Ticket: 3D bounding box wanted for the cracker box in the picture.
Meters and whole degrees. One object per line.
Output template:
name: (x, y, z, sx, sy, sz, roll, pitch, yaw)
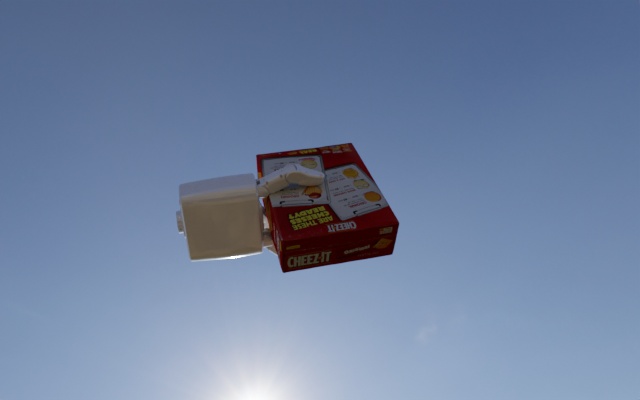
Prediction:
cracker box: (0.000, 0.002, 0.719, 0.164, 0.072, 0.213, -8, 39, -12)
